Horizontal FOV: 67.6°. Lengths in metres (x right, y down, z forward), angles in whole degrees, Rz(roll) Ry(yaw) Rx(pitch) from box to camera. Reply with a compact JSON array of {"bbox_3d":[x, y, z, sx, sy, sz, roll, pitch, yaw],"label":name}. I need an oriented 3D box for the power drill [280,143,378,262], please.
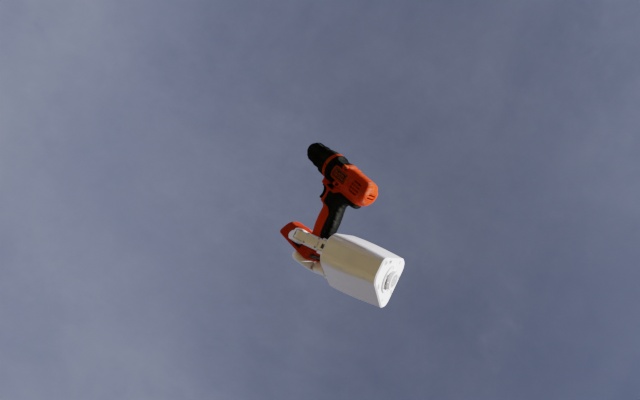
[{"bbox_3d":[0.000,0.003,0.879,0.057,0.188,0.184,14,22,-45],"label":"power drill"}]
